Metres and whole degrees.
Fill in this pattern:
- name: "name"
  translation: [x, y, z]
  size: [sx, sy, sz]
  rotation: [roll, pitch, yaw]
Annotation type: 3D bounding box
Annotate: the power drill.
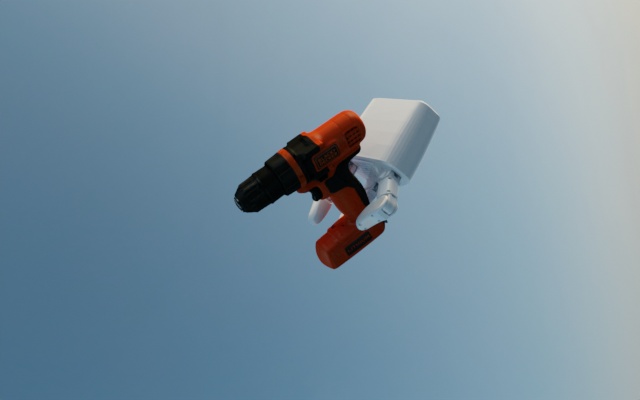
- name: "power drill"
  translation: [0.000, 0.002, 0.616]
  size: [0.184, 0.188, 0.057]
  rotation: [-35, 40, -11]
